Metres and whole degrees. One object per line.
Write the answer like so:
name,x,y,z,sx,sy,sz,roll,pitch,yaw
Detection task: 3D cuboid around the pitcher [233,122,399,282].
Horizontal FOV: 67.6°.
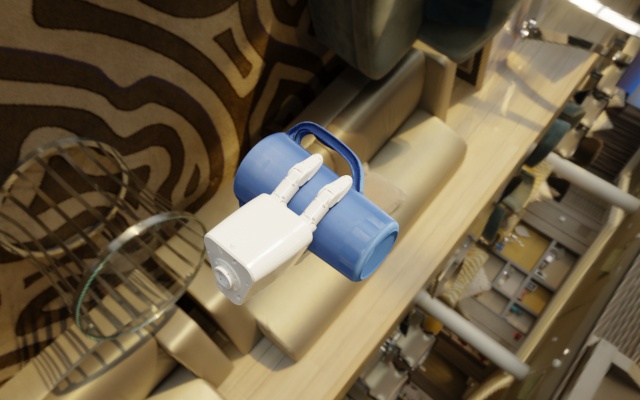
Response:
pitcher,0.000,0.003,0.725,0.242,0.149,0.145,36,50,22
